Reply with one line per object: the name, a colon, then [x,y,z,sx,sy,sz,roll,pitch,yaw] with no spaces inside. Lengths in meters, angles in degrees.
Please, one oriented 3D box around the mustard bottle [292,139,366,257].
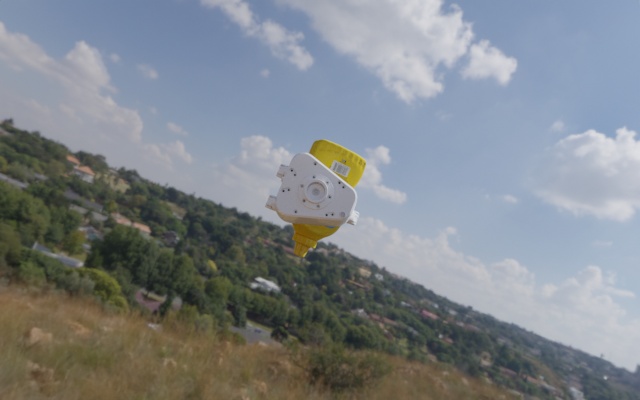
mustard bottle: [0.000,0.002,0.793,0.096,0.191,0.058,24,-6,-24]
